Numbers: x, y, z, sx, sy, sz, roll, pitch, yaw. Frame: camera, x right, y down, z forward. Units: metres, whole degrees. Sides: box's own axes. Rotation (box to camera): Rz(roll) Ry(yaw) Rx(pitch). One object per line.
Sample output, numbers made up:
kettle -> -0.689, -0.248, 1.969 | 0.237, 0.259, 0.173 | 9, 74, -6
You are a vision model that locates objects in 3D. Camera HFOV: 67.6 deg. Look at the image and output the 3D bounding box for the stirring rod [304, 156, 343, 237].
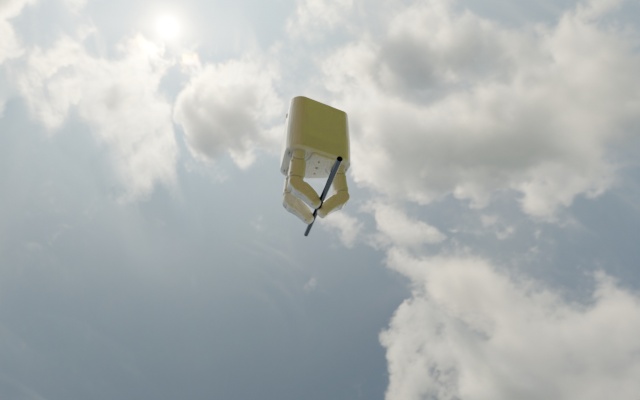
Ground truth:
stirring rod -> 0.000, 0.002, 0.720 | 0.011, 0.011, 0.240 | 0, -28, -13
